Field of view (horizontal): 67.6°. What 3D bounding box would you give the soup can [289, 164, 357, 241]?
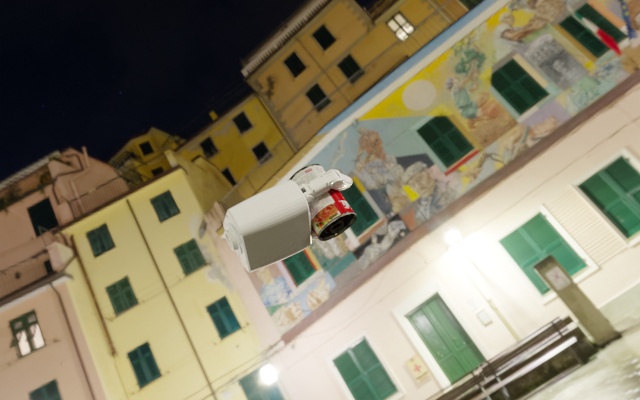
[{"bbox_3d":[0.000,0.002,0.738,0.068,0.102,0.068,-28,-24,-13],"label":"soup can"}]
